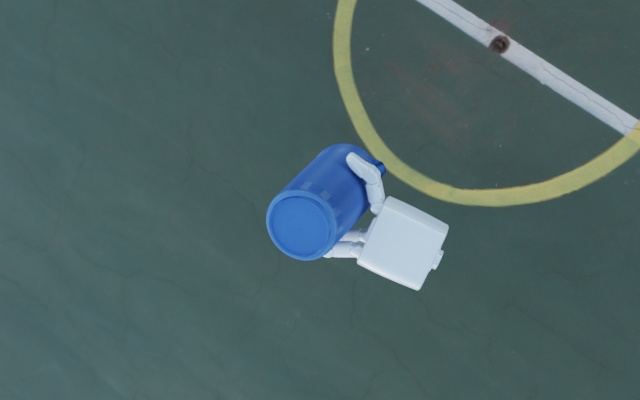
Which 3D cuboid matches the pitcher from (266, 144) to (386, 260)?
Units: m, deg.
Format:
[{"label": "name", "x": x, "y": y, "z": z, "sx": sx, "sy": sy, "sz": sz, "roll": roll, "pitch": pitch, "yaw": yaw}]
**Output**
[{"label": "pitcher", "x": 0.000, "y": 0.003, "z": 0.769, "sx": 0.145, "sy": 0.149, "sz": 0.242, "roll": 26, "pitch": 25, "yaw": 10}]
